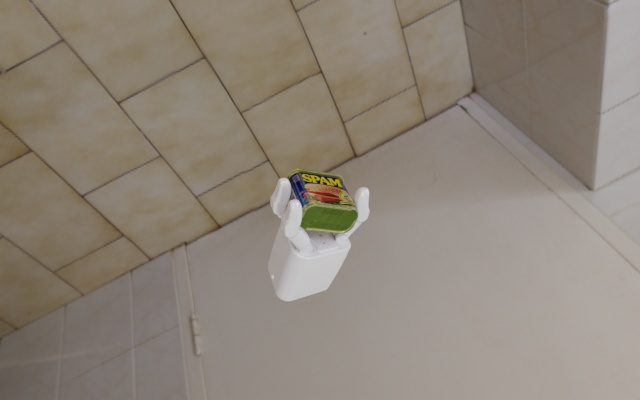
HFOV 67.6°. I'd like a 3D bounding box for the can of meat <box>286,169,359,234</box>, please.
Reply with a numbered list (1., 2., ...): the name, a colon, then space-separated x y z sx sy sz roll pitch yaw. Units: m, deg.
1. can of meat: 0.000 0.003 0.736 0.102 0.057 0.084 8 36 -28
